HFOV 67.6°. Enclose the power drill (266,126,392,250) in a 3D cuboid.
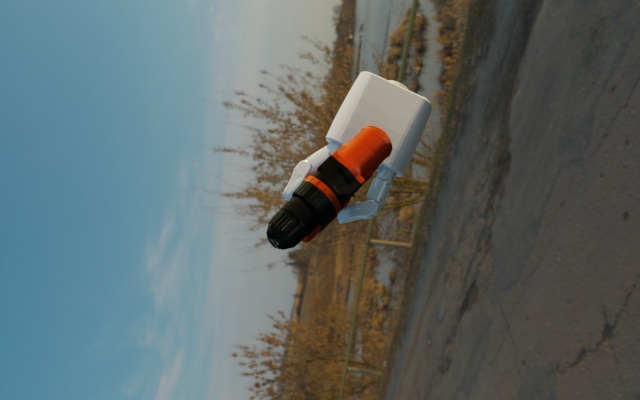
[{"bbox_3d":[0.000,0.002,0.602,0.184,0.057,0.188,-43,-2,-16],"label":"power drill"}]
